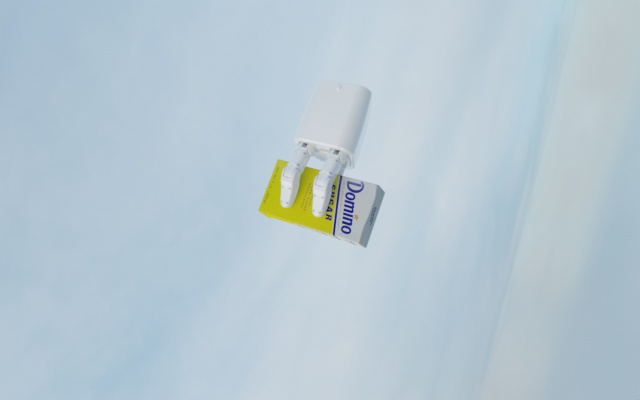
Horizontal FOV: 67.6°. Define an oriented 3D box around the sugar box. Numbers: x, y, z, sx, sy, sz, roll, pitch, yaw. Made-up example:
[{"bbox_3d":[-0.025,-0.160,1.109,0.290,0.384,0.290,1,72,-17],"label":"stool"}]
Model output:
[{"bbox_3d":[0.000,0.002,0.731,0.176,0.093,0.048,15,-10,26],"label":"sugar box"}]
